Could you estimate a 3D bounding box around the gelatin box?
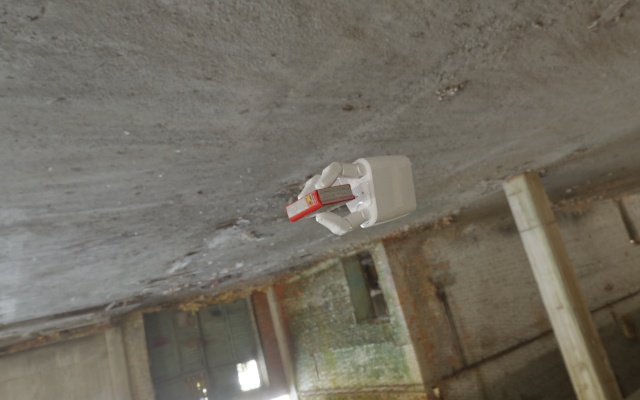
[{"bbox_3d":[0.000,0.003,0.756,0.073,0.030,0.089,-28,-10,39],"label":"gelatin box"}]
